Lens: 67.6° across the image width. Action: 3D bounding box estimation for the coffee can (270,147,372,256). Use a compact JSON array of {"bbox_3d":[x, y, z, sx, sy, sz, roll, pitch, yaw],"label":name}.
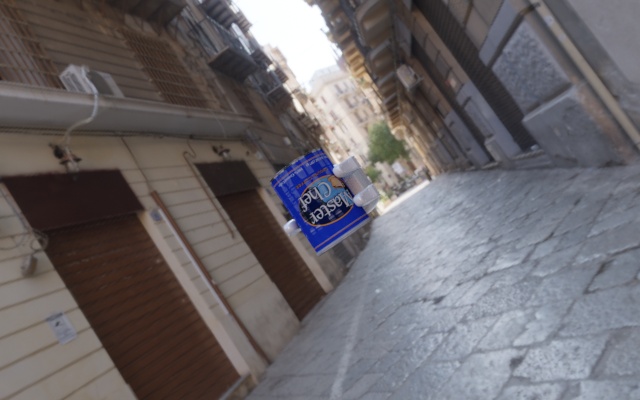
[{"bbox_3d":[0.000,0.003,0.757,0.103,0.140,0.103,-34,-5,-3],"label":"coffee can"}]
